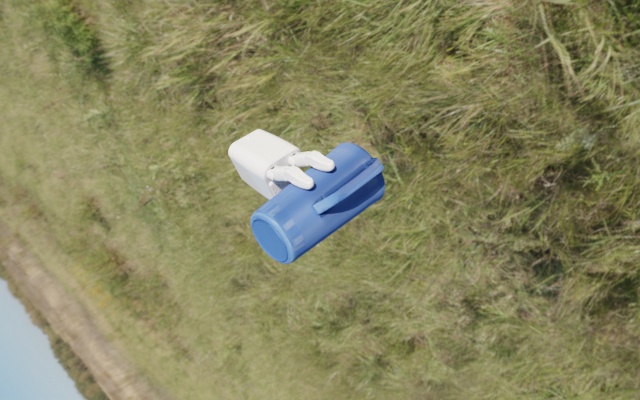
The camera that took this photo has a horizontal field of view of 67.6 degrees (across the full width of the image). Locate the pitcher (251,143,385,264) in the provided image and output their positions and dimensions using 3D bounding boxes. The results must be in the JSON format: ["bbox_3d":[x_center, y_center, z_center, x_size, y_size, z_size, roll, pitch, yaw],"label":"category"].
[{"bbox_3d":[0.000,0.003,0.861,0.145,0.149,0.242,32,53,31],"label":"pitcher"}]
